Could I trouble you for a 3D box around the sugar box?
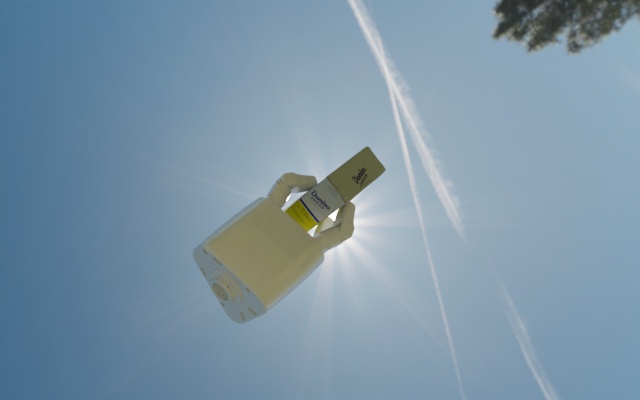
[{"bbox_3d":[0.000,0.003,0.637,0.093,0.048,0.176,-39,3,-40],"label":"sugar box"}]
